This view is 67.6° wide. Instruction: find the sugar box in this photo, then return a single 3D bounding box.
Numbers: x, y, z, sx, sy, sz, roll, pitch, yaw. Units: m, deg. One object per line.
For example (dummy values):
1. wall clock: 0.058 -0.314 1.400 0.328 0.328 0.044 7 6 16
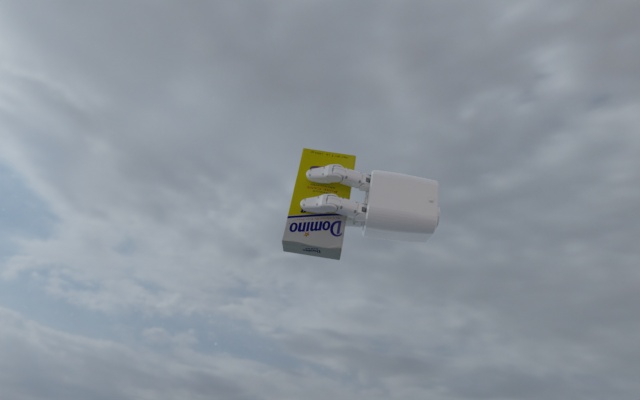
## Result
1. sugar box: 0.000 0.002 0.769 0.093 0.176 0.048 8 -32 4
